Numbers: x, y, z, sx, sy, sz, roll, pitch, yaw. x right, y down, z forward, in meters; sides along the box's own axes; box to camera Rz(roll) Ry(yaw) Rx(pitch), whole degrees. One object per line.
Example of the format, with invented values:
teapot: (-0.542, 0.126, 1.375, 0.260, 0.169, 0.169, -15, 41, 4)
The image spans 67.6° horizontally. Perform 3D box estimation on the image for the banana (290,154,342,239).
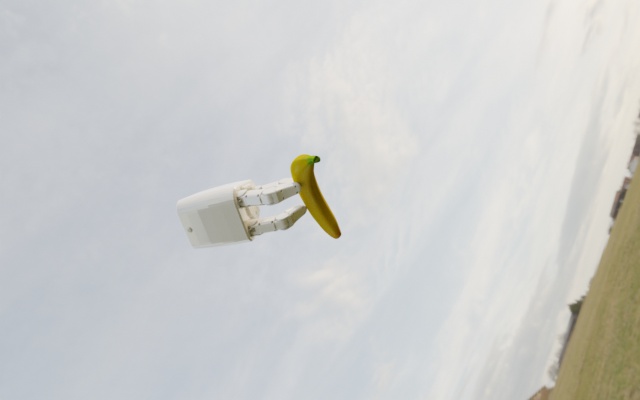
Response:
banana: (-0.011, -0.010, 0.772, 0.037, 0.198, 0.069, -34, 50, -13)
